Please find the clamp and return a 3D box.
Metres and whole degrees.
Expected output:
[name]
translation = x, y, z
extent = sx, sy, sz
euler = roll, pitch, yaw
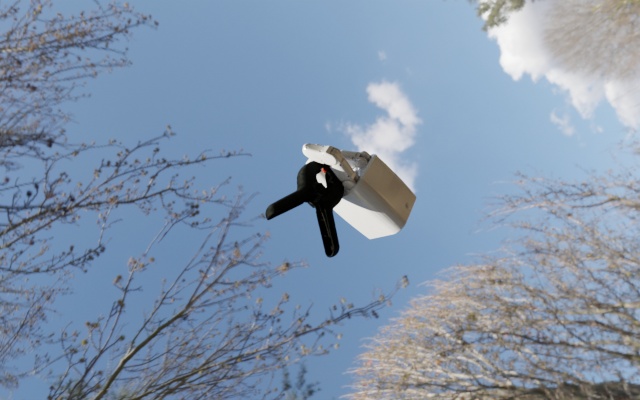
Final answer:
[clamp]
translation = 0.000, 0.002, 0.720
extent = 0.039, 0.120, 0.171
euler = -32, 19, 47
